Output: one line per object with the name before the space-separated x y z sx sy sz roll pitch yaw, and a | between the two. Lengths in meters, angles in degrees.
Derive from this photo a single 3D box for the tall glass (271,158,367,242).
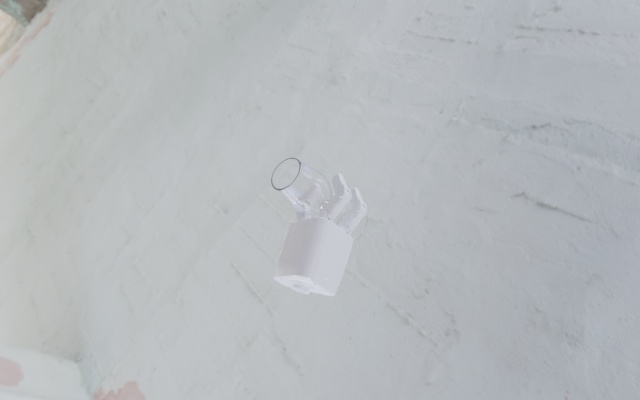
tall glass | 0.001 0.003 0.847 0.079 0.079 0.201 0 -29 41
